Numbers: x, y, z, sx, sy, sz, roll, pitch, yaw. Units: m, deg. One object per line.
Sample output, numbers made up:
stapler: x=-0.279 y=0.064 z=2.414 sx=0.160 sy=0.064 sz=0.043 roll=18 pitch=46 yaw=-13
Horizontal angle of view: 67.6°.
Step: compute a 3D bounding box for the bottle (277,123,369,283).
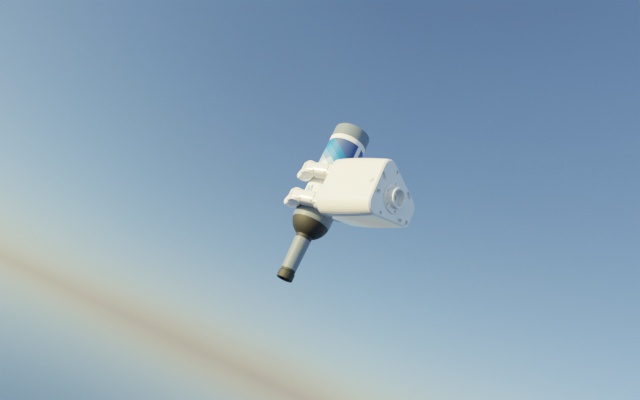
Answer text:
bottle: x=0.000 y=0.002 z=0.821 sx=0.069 sy=0.295 sz=0.069 roll=22 pitch=-22 yaw=9
